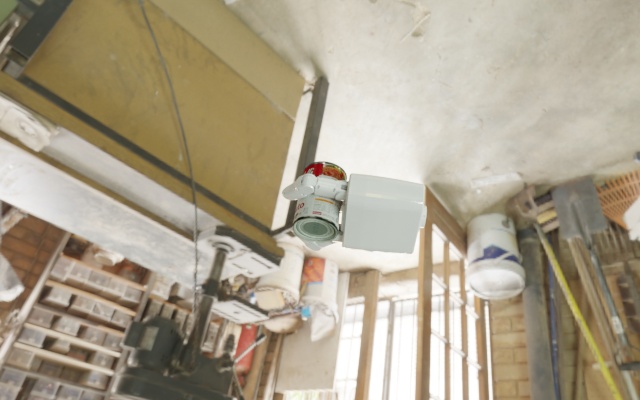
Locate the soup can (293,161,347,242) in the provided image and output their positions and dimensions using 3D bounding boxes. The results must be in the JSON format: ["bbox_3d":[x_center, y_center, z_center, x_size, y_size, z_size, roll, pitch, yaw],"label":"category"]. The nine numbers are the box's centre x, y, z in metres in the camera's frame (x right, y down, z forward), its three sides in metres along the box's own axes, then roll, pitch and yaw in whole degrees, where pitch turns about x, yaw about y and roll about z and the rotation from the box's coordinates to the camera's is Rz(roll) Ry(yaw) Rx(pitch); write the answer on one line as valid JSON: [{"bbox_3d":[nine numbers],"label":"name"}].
[{"bbox_3d":[0.000,0.002,0.705,0.068,0.102,0.069,7,-34,5],"label":"soup can"}]
